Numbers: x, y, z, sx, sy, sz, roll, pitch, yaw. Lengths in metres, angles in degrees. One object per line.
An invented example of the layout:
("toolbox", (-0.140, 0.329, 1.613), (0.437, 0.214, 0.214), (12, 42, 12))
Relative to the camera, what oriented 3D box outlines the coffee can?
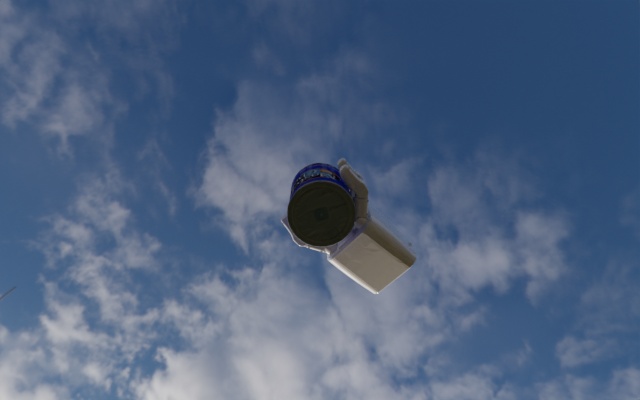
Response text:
("coffee can", (0.000, 0.003, 0.773), (0.103, 0.103, 0.140), (0, 16, -1))
